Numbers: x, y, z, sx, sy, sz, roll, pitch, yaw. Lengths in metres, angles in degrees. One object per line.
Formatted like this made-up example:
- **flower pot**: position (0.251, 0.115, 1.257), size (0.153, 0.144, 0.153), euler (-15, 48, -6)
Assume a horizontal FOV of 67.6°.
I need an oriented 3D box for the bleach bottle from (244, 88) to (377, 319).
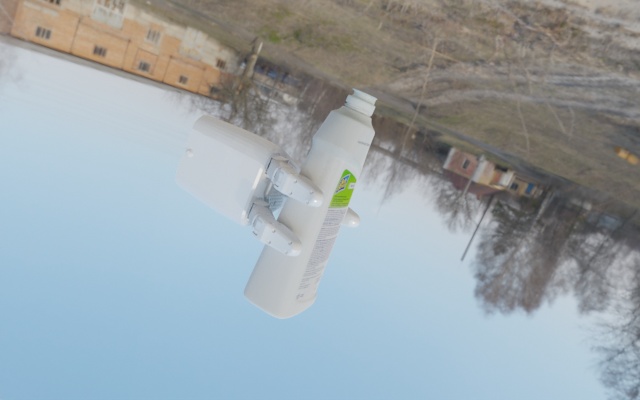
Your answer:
- **bleach bottle**: position (0.000, 0.002, 0.526), size (0.068, 0.251, 0.102), euler (27, 12, 17)
